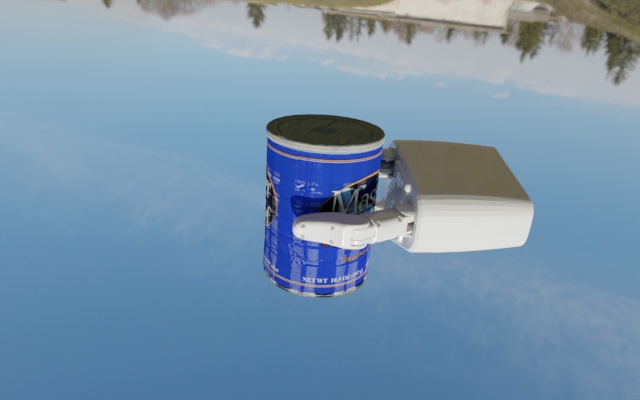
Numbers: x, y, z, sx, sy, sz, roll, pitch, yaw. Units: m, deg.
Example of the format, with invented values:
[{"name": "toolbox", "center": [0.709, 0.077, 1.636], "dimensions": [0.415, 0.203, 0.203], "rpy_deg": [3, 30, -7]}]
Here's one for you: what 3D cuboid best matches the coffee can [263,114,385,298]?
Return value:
[{"name": "coffee can", "center": [0.000, 0.001, 0.439], "dimensions": [0.103, 0.140, 0.102], "rpy_deg": [4, 23, -2]}]
